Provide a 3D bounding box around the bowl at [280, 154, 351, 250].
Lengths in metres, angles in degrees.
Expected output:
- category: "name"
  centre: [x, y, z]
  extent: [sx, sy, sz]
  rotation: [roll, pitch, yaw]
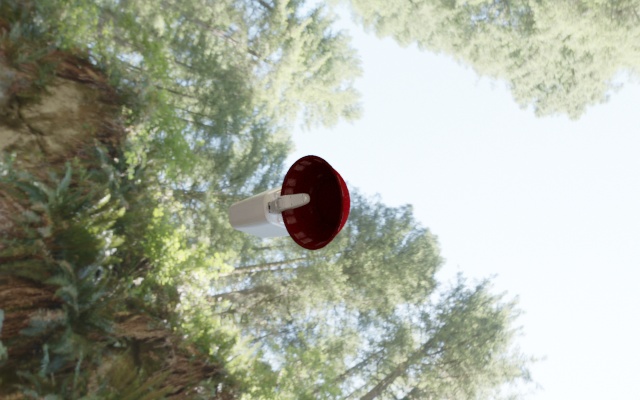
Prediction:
- category: "bowl"
  centre: [0.001, 0.003, 0.821]
  extent: [0.055, 0.162, 0.162]
  rotation: [-2, 1, -42]
